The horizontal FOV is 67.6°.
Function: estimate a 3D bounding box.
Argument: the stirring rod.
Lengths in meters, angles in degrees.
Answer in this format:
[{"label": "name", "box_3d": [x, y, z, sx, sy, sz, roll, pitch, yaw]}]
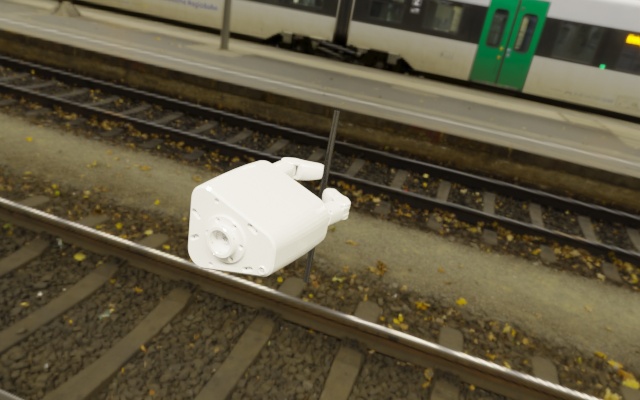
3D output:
[{"label": "stirring rod", "box_3d": [0.000, 0.002, 0.613, 0.011, 0.240, 0.011, 9, 23, -4]}]
